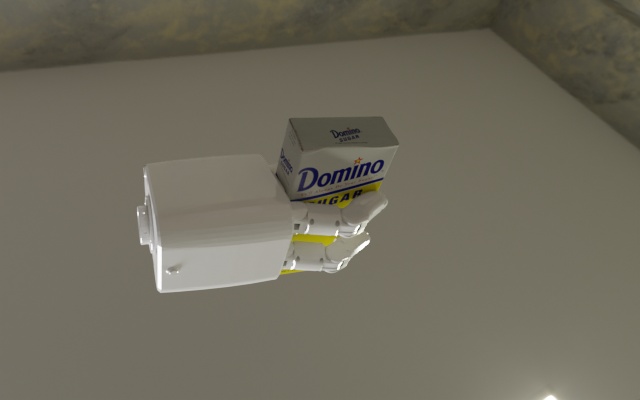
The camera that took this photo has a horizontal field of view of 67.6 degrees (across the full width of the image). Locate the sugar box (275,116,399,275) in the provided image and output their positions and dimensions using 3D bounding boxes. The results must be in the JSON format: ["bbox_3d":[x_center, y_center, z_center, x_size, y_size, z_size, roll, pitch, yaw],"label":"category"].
[{"bbox_3d":[0.000,0.002,0.458,0.093,0.048,0.176,-6,-39,-23],"label":"sugar box"}]
